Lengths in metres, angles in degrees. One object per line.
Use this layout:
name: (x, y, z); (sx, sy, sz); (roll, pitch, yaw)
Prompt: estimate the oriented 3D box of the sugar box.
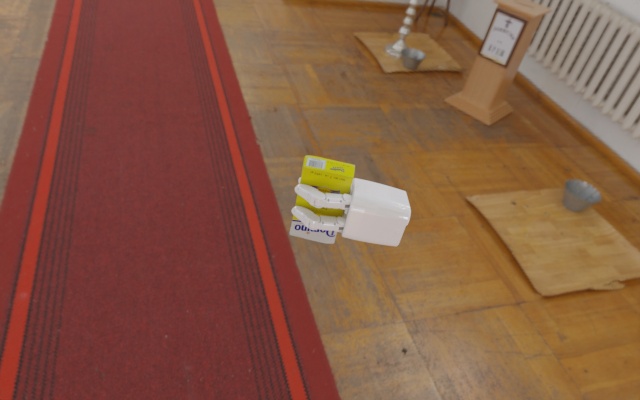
sugar box: (0.000, 0.003, 0.898); (0.093, 0.176, 0.048); (13, 39, 0)
